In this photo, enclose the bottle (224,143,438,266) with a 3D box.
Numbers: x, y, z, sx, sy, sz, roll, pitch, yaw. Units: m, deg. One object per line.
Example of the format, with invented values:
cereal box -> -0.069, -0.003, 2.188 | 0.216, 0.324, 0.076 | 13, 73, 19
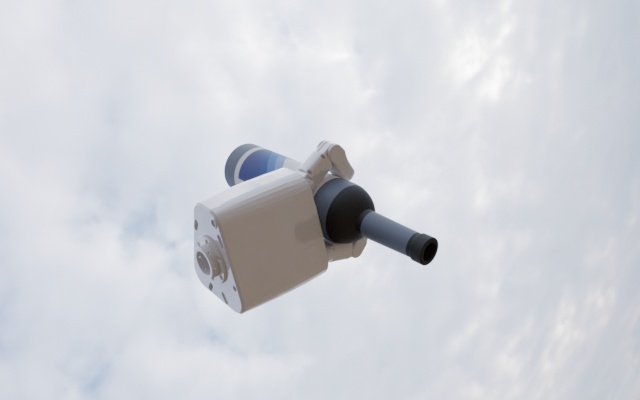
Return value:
bottle -> 0.000, 0.002, 0.530 | 0.069, 0.069, 0.295 | 0, 18, -45
